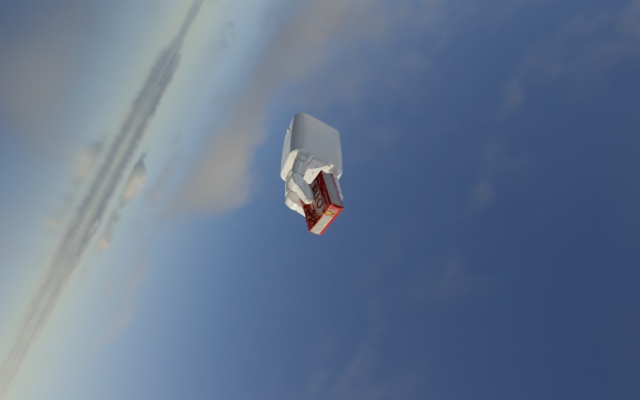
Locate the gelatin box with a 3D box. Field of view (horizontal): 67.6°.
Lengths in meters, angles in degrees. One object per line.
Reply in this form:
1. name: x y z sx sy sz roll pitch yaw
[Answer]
1. gelatin box: 0.001 0.003 0.832 0.030 0.089 0.073 17 -52 -31
